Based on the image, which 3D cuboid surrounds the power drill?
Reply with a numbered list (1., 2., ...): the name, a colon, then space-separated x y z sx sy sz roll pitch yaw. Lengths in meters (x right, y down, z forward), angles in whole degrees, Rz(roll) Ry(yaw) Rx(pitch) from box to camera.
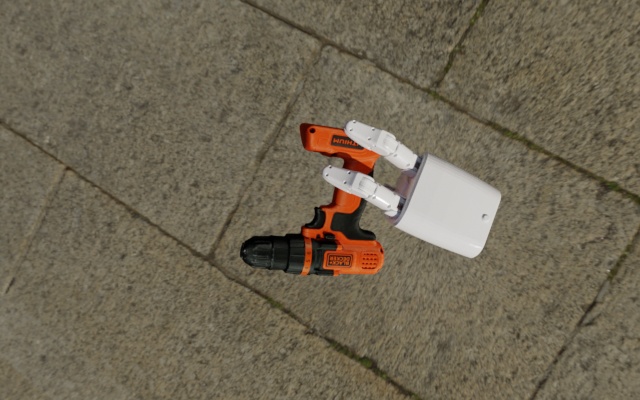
1. power drill: 0.000 0.002 0.591 0.184 0.188 0.057 4 11 -19
